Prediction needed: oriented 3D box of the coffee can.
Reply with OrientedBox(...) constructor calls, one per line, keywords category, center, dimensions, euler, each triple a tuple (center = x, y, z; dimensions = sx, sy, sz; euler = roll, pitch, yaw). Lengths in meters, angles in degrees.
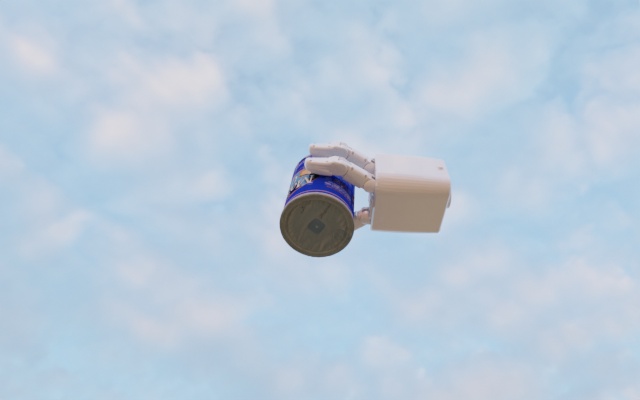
OrientedBox(category="coffee can", center=(0.000, 0.002, 0.708), dimensions=(0.103, 0.103, 0.140), euler=(0, 29, 5))
